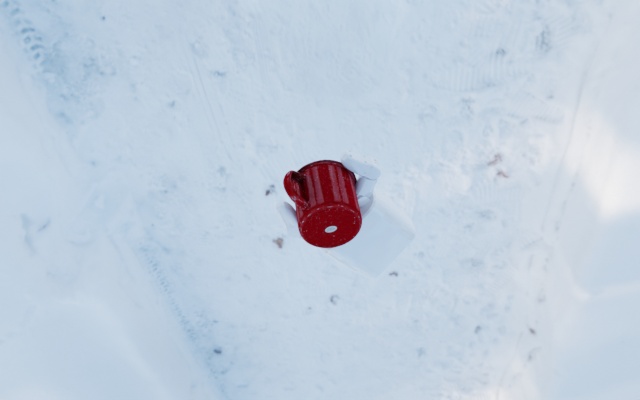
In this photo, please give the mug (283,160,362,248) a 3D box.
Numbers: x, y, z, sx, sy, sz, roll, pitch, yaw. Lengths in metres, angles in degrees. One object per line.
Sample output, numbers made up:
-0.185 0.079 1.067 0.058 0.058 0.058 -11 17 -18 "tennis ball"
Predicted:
-0.001 0.001 0.616 0.093 0.081 0.117 -39 -53 25 "mug"
